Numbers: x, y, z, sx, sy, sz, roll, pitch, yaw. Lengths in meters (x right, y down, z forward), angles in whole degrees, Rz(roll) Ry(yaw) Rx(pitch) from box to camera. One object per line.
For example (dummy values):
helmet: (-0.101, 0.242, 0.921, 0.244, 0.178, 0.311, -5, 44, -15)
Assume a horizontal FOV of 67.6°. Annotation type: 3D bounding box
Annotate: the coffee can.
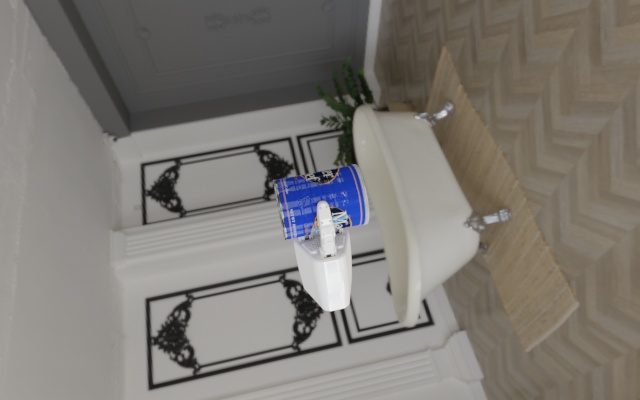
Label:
coffee can: (0.000, 0.002, 0.793, 0.140, 0.103, 0.103, -11, 1, -6)
